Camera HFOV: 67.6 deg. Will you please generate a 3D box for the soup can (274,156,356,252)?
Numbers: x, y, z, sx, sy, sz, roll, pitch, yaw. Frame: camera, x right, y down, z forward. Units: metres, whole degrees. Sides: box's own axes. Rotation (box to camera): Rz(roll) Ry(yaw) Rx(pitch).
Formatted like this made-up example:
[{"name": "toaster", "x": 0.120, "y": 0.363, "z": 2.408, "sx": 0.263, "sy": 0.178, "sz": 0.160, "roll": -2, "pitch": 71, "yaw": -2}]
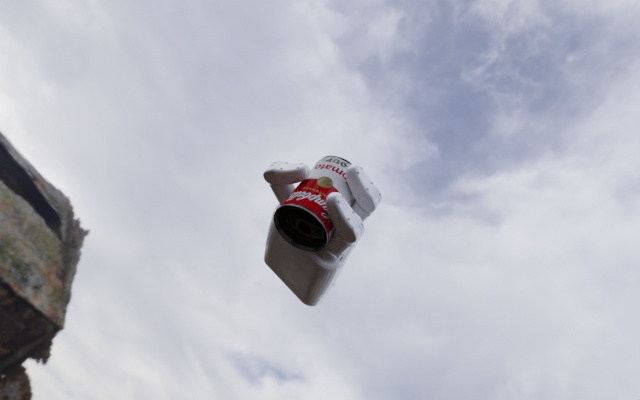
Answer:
[{"name": "soup can", "x": 0.000, "y": 0.001, "z": 0.561, "sx": 0.068, "sy": 0.068, "sz": 0.102, "roll": 0, "pitch": 37, "yaw": 34}]
